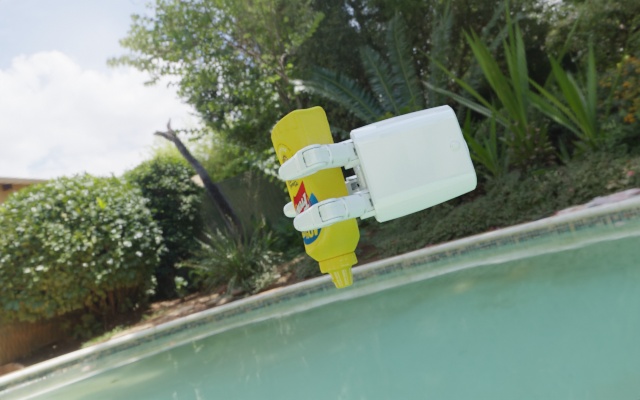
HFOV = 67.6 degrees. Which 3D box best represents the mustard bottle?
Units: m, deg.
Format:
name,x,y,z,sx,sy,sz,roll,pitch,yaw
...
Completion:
name,x,y,z,sx,sy,sz,roll,pitch,yaw
mustard bottle,0.000,0.002,0.528,0.058,0.191,0.096,-14,-7,-23
